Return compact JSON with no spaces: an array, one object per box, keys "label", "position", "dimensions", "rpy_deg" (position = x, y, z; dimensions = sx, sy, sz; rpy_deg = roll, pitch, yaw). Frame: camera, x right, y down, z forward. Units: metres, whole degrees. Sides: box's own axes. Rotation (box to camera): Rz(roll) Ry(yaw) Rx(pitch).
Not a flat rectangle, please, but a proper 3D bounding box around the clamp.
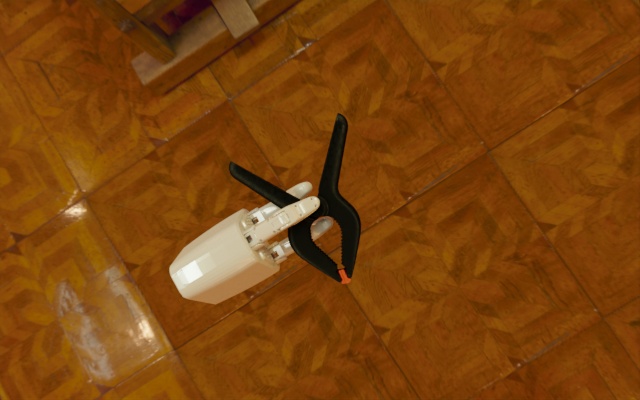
[{"label":"clamp","position":[0.000,0.003,0.608],"dimensions":[0.164,0.210,0.036],"rpy_deg":[-31,-5,4]}]
